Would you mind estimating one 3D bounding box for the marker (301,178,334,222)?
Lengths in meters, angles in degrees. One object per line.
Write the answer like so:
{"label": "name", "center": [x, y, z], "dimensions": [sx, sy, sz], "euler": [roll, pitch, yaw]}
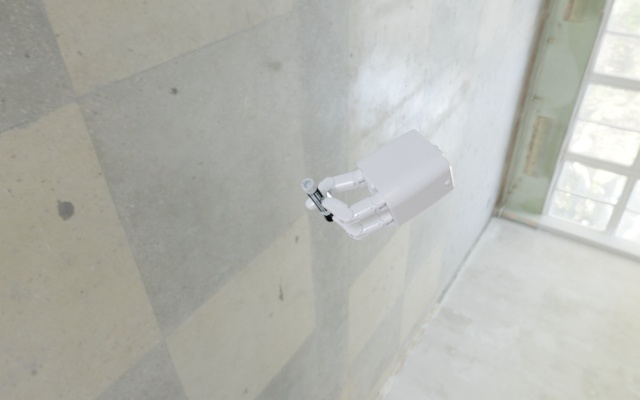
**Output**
{"label": "marker", "center": [0.000, 0.002, 0.726], "dimensions": [0.020, 0.020, 0.121], "euler": [0, -26, 20]}
